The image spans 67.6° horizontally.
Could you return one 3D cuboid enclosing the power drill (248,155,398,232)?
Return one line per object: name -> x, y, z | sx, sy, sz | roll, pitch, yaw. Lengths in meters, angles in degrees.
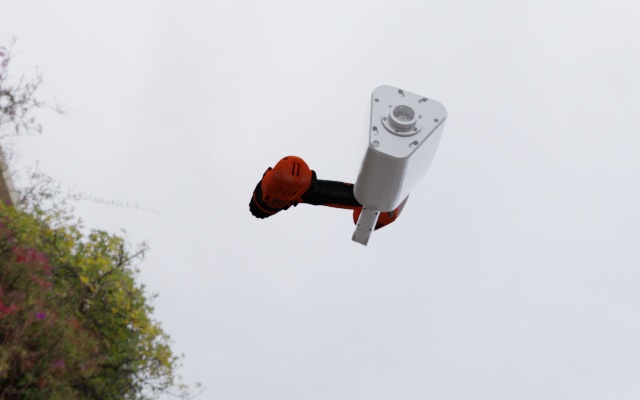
power drill -> 0.001, 0.002, 0.675 | 0.187, 0.057, 0.184 | 10, -18, -19
